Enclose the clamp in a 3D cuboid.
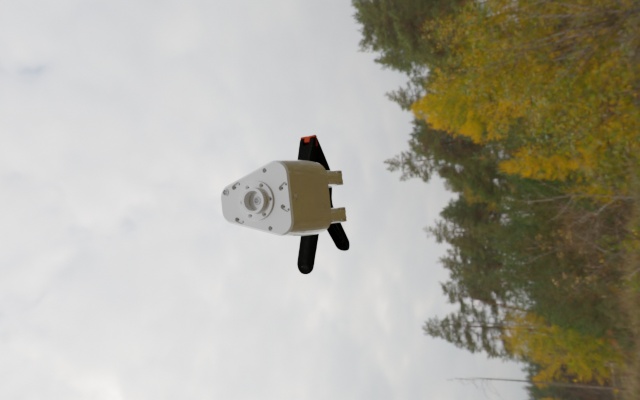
[{"bbox_3d":[-0.001,0.002,0.766,0.036,0.210,0.164,-6,-2,25],"label":"clamp"}]
